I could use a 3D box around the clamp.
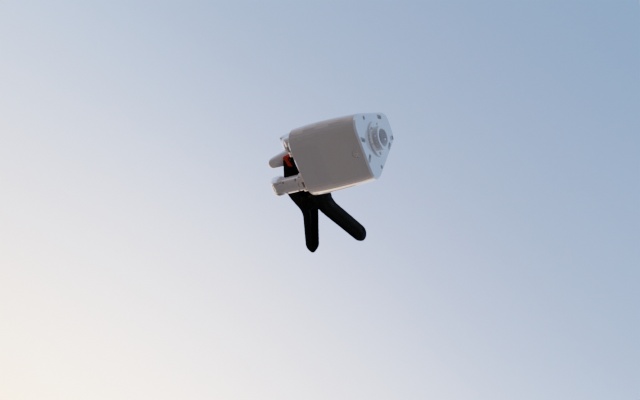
[{"bbox_3d":[0.000,0.002,0.737,0.120,0.171,0.039,-10,21,34],"label":"clamp"}]
